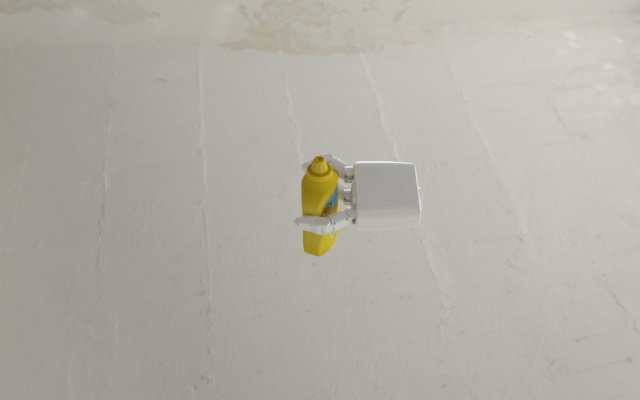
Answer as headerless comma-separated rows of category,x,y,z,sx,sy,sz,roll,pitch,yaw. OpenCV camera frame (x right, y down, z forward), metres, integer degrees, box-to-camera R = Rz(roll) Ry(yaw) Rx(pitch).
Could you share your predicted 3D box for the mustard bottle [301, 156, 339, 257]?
mustard bottle,0.000,0.003,0.816,0.058,0.192,0.096,17,48,16
